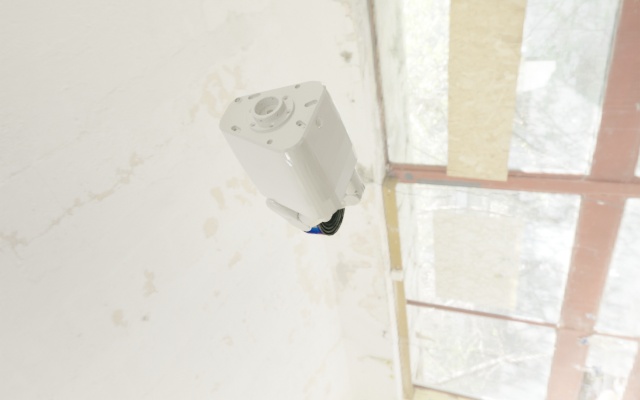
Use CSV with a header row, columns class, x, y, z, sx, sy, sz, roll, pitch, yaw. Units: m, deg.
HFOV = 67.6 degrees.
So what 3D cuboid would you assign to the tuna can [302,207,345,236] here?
class,x,y,z,sx,sy,sz,roll,pitch,yaw
tuna can,0.000,0.002,0.615,0.034,0.086,0.086,2,1,27
